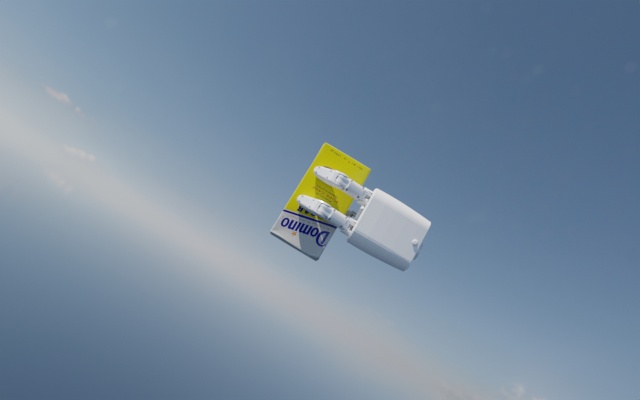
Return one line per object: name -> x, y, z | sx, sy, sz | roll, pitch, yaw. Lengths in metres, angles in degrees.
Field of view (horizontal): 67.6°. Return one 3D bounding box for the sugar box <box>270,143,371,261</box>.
sugar box -> 0.000, 0.002, 0.795 | 0.093, 0.176, 0.048 | 30, -12, 1
